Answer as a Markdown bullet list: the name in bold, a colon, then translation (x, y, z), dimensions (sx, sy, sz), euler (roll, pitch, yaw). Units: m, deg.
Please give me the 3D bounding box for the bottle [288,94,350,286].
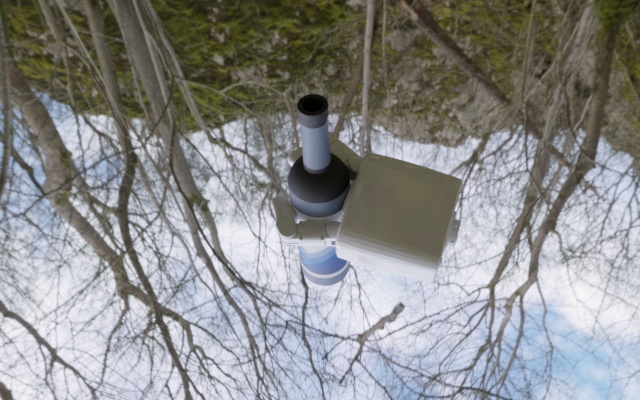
- **bottle**: translation (0.000, 0.002, 0.535), dimensions (0.069, 0.069, 0.296), euler (0, -35, 3)
